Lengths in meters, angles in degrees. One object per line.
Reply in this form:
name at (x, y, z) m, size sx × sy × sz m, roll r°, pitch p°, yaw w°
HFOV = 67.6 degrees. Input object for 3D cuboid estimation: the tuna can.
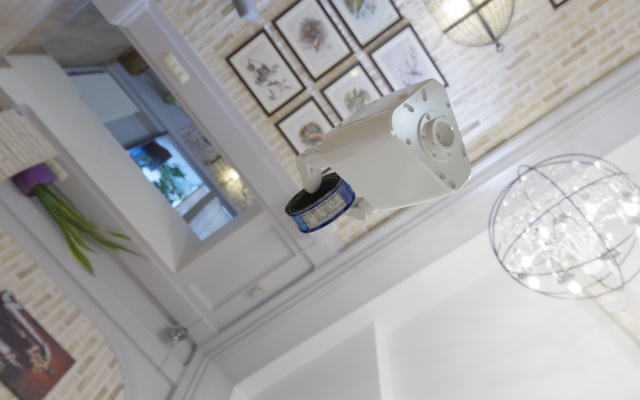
tuna can at (0.000, 0.002, 0.590) m, size 0.086 × 0.034 × 0.086 m, roll -32°, pitch 17°, yaw 11°
